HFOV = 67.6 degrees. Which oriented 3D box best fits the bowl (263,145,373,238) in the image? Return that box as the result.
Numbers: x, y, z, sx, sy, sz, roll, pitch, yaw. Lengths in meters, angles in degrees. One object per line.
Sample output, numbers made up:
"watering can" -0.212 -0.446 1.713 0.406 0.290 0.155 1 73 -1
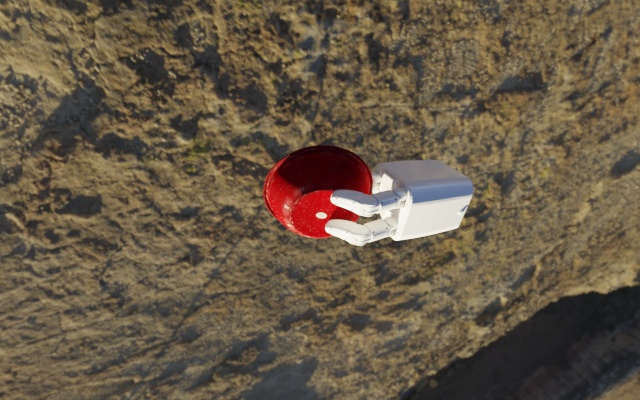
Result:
"bowl" -0.001 0.003 0.679 0.162 0.162 0.055 0 41 -9
